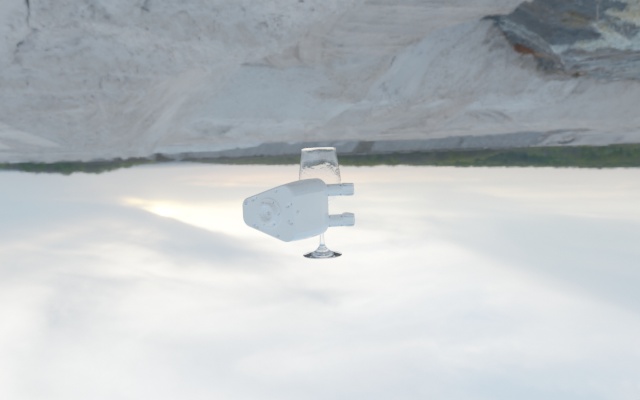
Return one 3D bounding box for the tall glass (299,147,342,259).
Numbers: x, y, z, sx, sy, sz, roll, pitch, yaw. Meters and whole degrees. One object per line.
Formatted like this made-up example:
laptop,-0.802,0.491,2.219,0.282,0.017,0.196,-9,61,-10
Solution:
tall glass,0.000,0.004,0.881,0.079,0.201,0.079,-2,5,0
